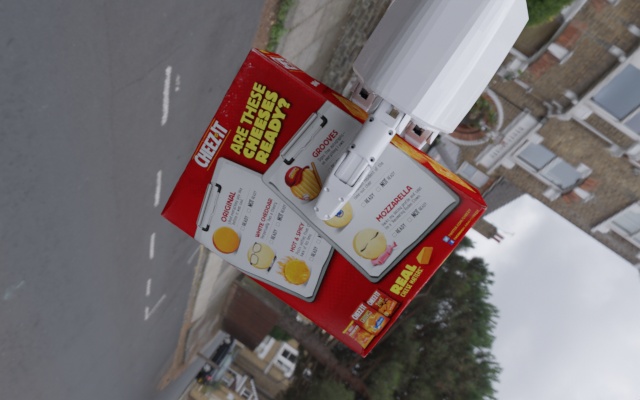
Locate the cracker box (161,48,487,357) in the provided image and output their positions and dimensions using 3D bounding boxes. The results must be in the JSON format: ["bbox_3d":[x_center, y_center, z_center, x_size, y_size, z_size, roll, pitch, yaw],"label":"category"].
[{"bbox_3d":[0.000,0.001,0.407,0.213,0.164,0.072,35,18,2],"label":"cracker box"}]
